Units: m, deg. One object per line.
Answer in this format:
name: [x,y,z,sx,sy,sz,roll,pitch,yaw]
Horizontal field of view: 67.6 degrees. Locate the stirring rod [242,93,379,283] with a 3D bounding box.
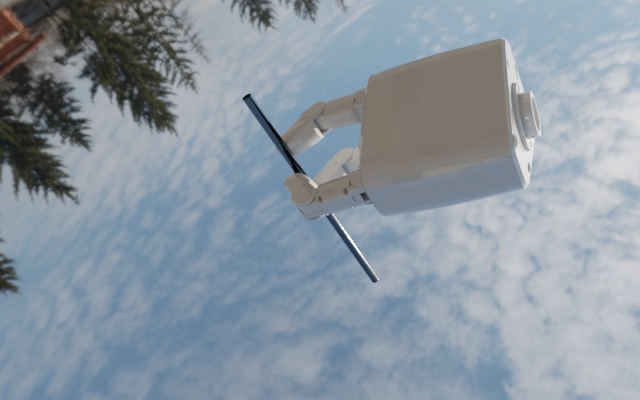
stirring rod: [0.000,0.001,0.438,0.011,0.011,0.240,0,-43,41]
